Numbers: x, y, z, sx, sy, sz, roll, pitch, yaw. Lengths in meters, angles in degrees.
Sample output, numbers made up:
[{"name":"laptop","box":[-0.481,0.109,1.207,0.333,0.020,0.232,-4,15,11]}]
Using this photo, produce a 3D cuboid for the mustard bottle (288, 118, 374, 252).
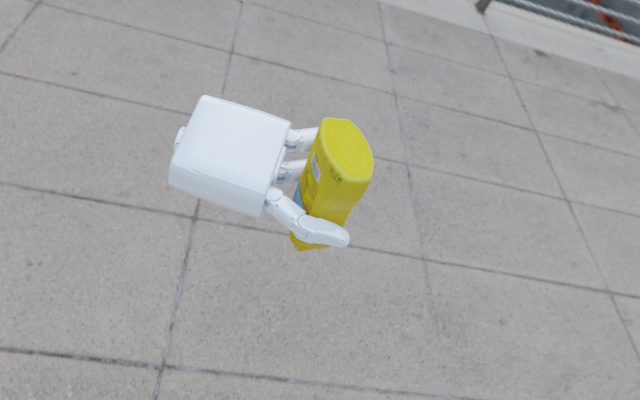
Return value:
[{"name":"mustard bottle","box":[0.000,0.002,0.568,0.058,0.096,0.192,-1,-38,-23]}]
